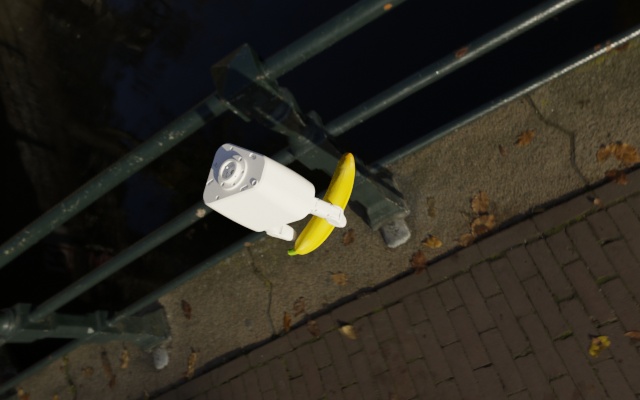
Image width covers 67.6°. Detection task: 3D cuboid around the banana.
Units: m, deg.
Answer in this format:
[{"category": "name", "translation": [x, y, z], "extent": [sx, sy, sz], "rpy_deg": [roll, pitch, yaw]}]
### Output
[{"category": "banana", "translation": [0.008, 0.012, 0.772], "extent": [0.037, 0.198, 0.069], "rpy_deg": [32, 0, -39]}]
